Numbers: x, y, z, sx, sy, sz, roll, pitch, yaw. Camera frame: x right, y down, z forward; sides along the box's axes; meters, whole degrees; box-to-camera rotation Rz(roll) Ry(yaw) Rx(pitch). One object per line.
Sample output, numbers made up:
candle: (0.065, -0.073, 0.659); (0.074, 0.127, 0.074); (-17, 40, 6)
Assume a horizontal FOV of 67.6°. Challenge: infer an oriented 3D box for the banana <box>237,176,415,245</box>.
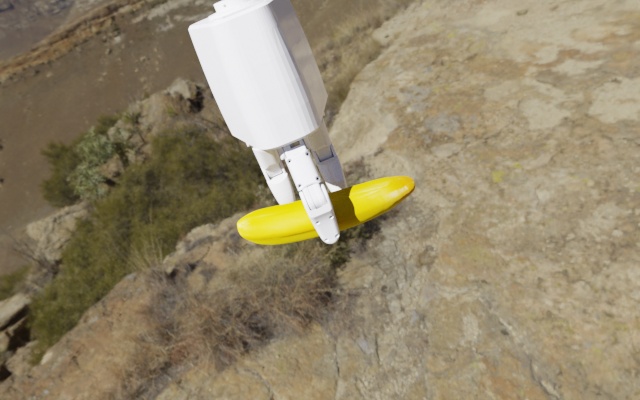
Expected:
banana: (-0.008, 0.011, 0.466); (0.198, 0.037, 0.069); (-12, 24, 22)
